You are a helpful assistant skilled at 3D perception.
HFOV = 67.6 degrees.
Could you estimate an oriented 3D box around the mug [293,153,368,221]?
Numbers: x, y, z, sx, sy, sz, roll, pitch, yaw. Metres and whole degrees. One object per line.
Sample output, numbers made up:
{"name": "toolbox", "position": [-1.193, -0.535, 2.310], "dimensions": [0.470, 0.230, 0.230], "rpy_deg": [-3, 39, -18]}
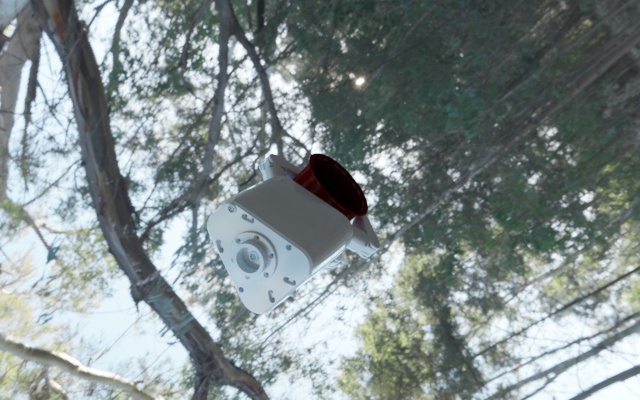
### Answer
{"name": "mug", "position": [0.000, 0.002, 0.580], "dimensions": [0.081, 0.093, 0.117], "rpy_deg": [-42, -5, 25]}
